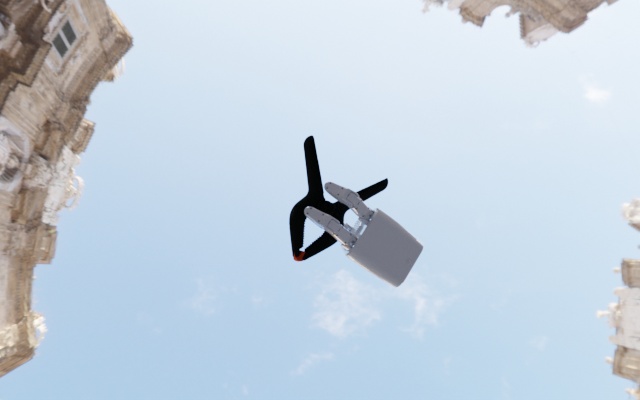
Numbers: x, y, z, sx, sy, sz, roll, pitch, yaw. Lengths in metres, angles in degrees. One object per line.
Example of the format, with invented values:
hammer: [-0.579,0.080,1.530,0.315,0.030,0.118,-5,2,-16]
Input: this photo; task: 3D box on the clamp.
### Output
clamp: [0.000,0.003,0.809,0.164,0.210,0.036,35,-15,-5]
